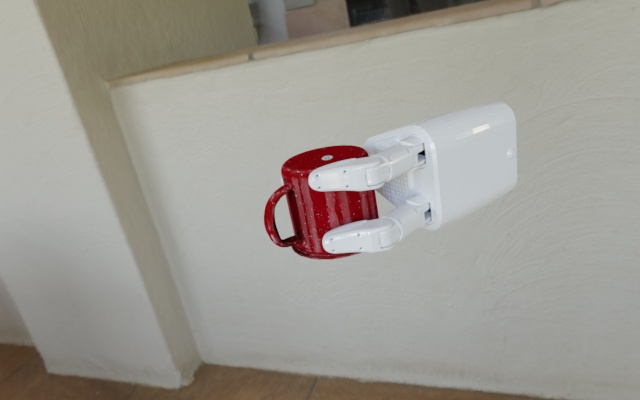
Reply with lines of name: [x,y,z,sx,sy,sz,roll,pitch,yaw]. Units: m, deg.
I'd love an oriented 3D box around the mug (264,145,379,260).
mug: [-0.001,0.002,0.439,0.117,0.081,0.093,-21,22,-26]
